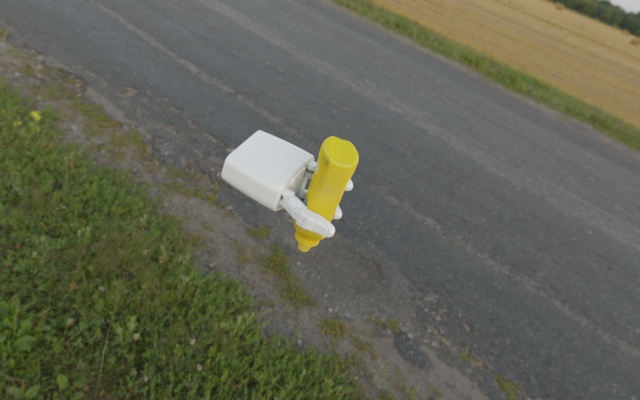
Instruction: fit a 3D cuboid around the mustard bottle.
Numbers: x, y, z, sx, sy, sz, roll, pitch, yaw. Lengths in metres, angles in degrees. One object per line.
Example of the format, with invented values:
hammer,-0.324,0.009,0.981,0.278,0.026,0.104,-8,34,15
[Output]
mustard bottle,0.001,0.002,0.746,0.058,0.192,0.096,16,30,-9
